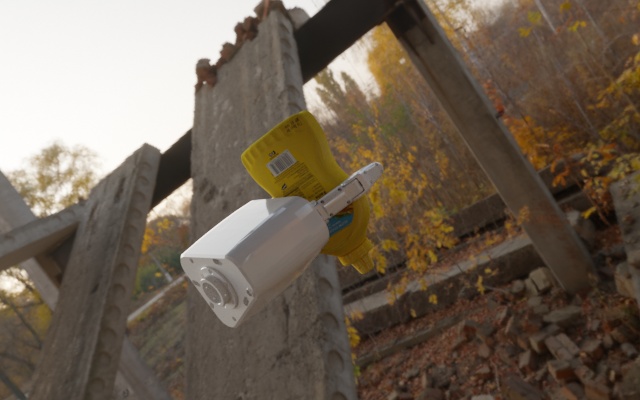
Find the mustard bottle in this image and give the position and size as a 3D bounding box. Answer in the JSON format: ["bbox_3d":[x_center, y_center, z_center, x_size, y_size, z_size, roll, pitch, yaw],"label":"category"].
[{"bbox_3d":[0.000,0.001,0.540,0.096,0.191,0.058,-33,5,25],"label":"mustard bottle"}]
